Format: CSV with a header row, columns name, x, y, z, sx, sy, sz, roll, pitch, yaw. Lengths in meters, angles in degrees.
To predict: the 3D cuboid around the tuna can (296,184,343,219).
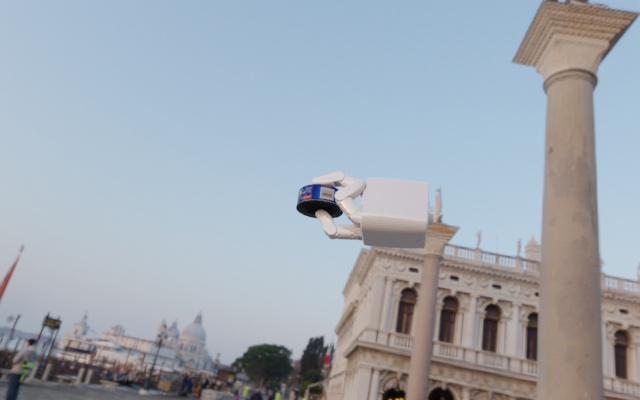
name,x,y,z,sx,sy,sz,roll,pitch,yaw
tuna can,0.000,0.002,0.865,0.086,0.033,0.086,5,-24,2
